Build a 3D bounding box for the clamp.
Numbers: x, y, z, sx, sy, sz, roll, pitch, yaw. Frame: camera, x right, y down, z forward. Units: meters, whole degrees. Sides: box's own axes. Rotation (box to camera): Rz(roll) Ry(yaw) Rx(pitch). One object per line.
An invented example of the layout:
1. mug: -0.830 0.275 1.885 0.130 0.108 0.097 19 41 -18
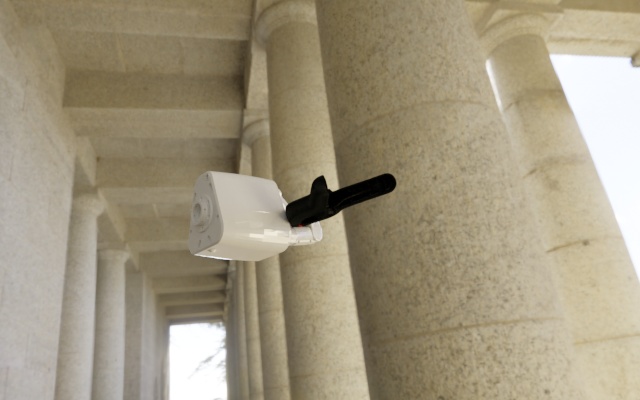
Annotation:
1. clamp: 0.000 0.001 0.614 0.120 0.039 0.171 7 -25 -42
